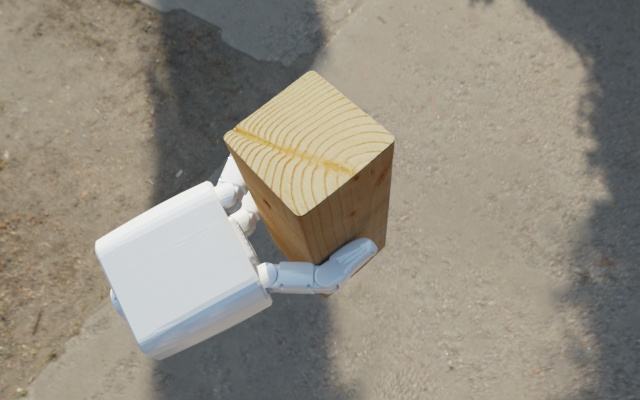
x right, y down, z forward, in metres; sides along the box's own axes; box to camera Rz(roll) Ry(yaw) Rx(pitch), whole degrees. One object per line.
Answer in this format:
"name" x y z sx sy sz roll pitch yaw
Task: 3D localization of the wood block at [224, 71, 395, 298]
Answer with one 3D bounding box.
"wood block" 0.000 0.002 0.425 0.090 0.090 0.206 -40 -23 -13
